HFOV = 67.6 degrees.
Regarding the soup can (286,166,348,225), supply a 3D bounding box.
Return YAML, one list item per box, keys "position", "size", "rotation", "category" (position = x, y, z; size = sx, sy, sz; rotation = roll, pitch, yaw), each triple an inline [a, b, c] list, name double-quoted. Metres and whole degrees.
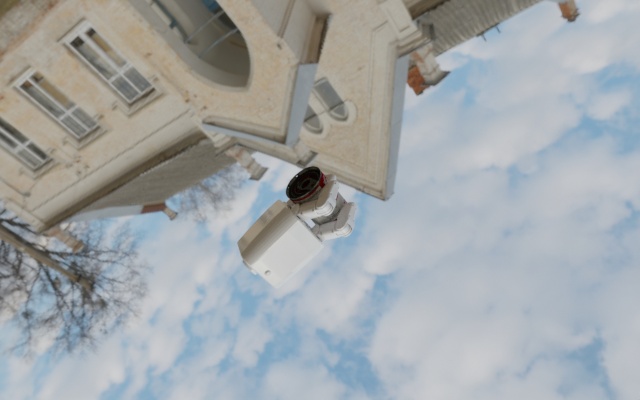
- position: [0.001, 0.002, 0.783]
  size: [0.068, 0.068, 0.102]
  rotation: [0, -39, 45]
  category: "soup can"
